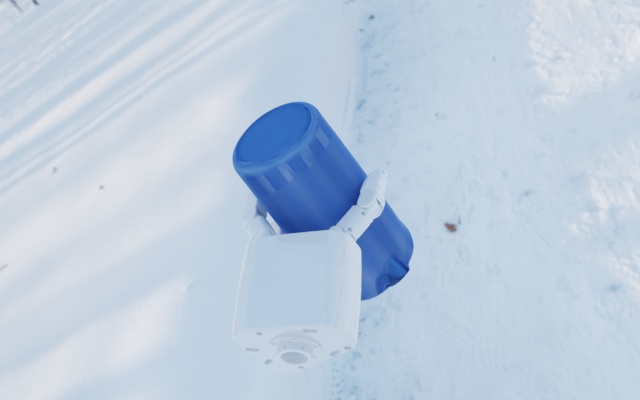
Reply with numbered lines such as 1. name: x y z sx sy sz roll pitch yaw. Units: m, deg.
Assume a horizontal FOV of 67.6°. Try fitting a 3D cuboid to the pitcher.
1. pitcher: 0.000 0.002 0.576 0.149 0.145 0.243 -18 -48 24
